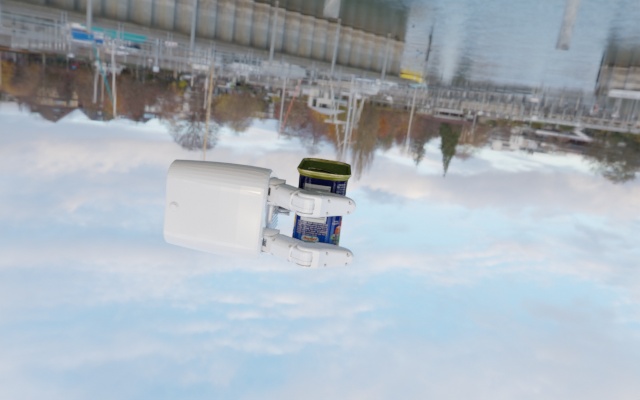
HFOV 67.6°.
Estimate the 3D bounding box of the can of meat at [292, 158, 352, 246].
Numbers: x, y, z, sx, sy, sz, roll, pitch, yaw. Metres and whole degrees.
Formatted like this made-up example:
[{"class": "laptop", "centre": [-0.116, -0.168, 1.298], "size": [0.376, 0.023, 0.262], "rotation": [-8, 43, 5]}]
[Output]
[{"class": "can of meat", "centre": [0.000, 0.002, 0.534], "size": [0.057, 0.084, 0.102], "rotation": [8, 13, 1]}]
